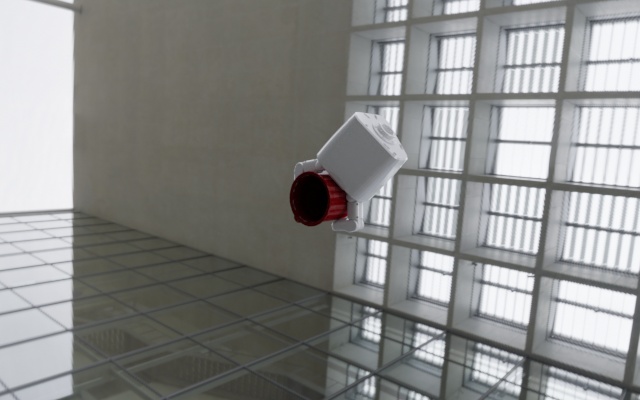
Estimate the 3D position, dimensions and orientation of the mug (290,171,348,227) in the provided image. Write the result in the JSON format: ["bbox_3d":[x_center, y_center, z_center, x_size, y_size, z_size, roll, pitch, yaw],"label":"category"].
[{"bbox_3d":[-0.001,0.004,0.838,0.081,0.093,0.117,-5,-34,-49],"label":"mug"}]
